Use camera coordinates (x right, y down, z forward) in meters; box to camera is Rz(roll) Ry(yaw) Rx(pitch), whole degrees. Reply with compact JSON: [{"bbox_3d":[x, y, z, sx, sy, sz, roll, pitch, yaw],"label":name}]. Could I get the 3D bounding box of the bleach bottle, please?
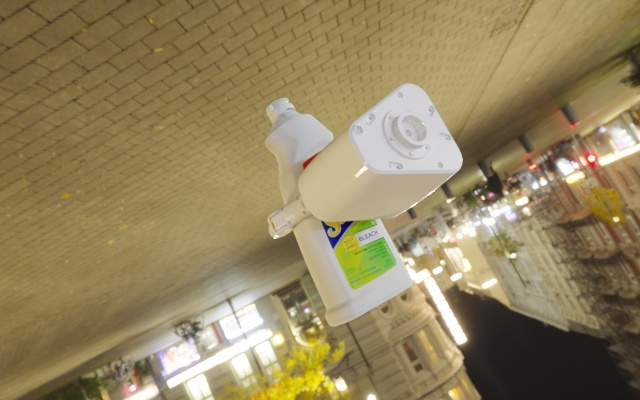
[{"bbox_3d":[0.000,0.002,0.528,0.102,0.251,0.068,-22,-11,-30],"label":"bleach bottle"}]
